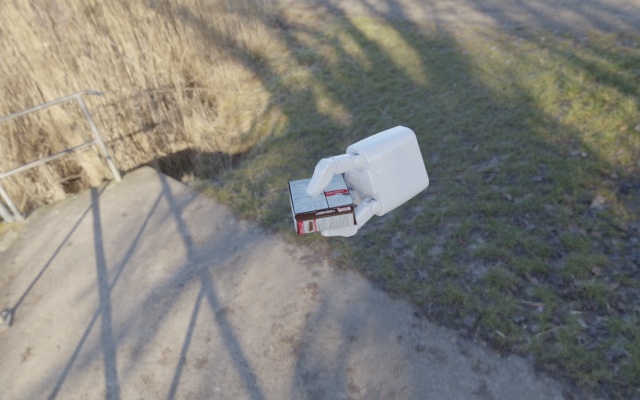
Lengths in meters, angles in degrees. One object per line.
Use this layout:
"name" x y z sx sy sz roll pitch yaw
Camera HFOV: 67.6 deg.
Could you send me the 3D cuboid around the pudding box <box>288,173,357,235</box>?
"pudding box" 0.000 0.002 0.721 0.090 0.039 0.113 -10 27 -3
